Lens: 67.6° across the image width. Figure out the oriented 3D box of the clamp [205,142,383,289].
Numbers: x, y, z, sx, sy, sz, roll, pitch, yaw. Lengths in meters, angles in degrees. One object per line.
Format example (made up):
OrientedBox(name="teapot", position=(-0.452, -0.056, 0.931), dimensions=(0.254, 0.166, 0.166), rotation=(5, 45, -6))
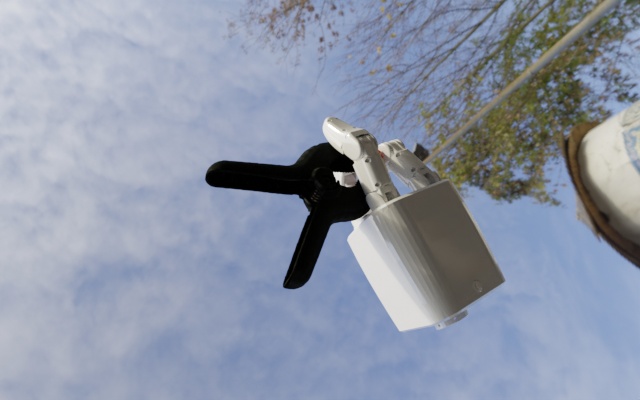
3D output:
OrientedBox(name="clamp", position=(0.000, 0.001, 0.414), dimensions=(0.171, 0.120, 0.039), rotation=(-19, -15, -34))
